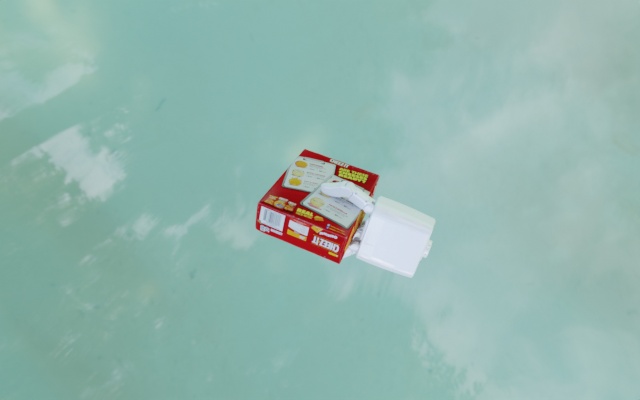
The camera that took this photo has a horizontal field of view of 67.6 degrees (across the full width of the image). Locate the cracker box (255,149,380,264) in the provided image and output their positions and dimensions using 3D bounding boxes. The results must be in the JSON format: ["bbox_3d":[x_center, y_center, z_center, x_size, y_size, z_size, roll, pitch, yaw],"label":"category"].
[{"bbox_3d":[0.000,0.003,0.880,0.164,0.072,0.213,21,37,10],"label":"cracker box"}]
